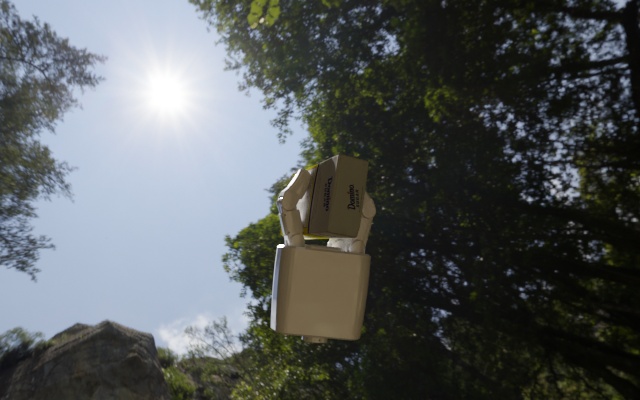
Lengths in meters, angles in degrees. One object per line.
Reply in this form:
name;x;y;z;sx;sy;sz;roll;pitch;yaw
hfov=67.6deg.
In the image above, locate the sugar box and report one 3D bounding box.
sugar box;0.001;0.002;0.616;0.048;0.093;0.176;12;-8;-23
